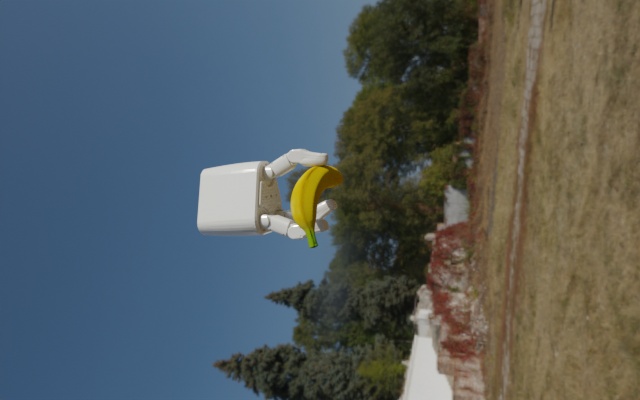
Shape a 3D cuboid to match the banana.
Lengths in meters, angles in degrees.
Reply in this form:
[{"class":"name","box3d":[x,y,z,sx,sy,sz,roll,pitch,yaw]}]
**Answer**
[{"class":"banana","box3d":[-0.006,-0.012,0.685,0.037,0.070,0.197,-8,27,21]}]
